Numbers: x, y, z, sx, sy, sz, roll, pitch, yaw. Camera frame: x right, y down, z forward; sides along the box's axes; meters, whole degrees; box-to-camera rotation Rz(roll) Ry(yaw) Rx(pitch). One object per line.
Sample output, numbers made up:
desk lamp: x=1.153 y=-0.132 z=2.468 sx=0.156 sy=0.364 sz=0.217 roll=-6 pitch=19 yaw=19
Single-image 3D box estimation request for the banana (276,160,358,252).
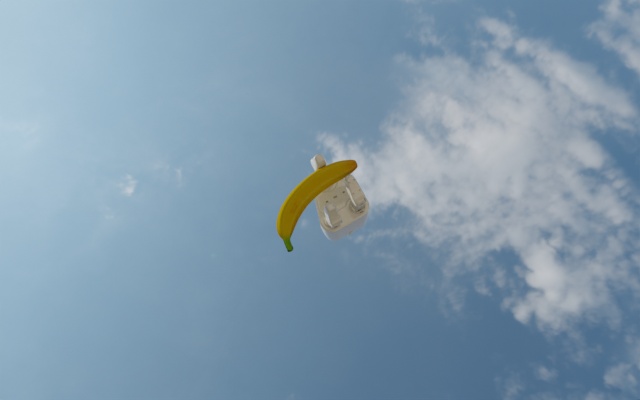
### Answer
banana: x=-0.017 y=-0.004 z=0.820 sx=0.069 sy=0.197 sz=0.037 roll=33 pitch=-14 yaw=17
